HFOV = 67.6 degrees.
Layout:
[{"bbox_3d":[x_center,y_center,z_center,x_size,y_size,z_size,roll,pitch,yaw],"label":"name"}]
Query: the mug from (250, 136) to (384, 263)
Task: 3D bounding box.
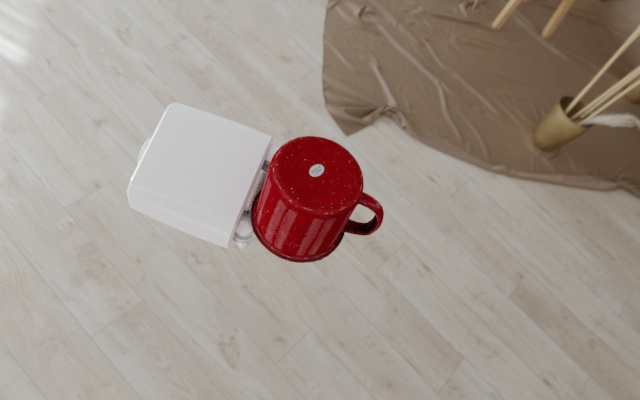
[{"bbox_3d":[0.001,0.002,0.426,0.117,0.093,0.081,21,-34,-4],"label":"mug"}]
